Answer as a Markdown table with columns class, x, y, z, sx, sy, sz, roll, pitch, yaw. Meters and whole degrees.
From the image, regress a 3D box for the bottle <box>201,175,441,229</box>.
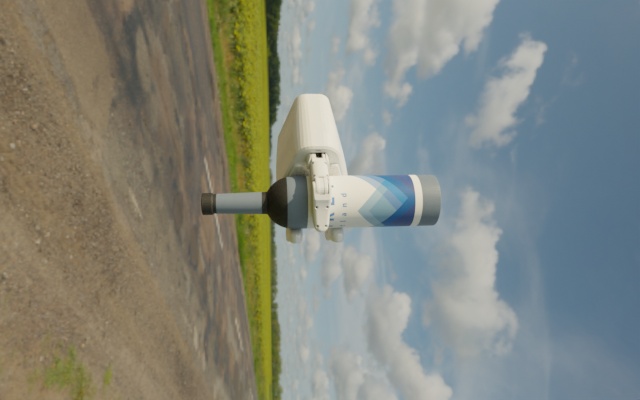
| class | x | y | z | sx | sy | sz | roll | pitch | yaw |
| --- | --- | --- | --- | --- | --- | --- | --- | --- | --- |
| bottle | 0.000 | 0.002 | 0.607 | 0.296 | 0.069 | 0.069 | -1 | 0 | -7 |
